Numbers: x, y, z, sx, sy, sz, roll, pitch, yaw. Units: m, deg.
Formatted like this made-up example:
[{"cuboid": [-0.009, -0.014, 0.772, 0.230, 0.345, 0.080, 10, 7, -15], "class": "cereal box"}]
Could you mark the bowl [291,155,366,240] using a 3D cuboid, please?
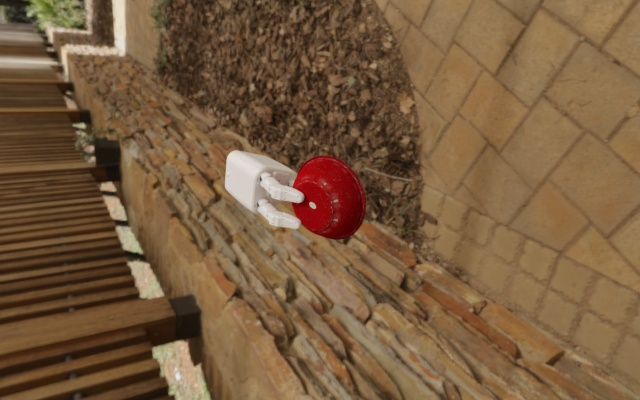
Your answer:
[{"cuboid": [0.001, 0.003, 0.860, 0.162, 0.162, 0.055, 0, 16, 38], "class": "bowl"}]
